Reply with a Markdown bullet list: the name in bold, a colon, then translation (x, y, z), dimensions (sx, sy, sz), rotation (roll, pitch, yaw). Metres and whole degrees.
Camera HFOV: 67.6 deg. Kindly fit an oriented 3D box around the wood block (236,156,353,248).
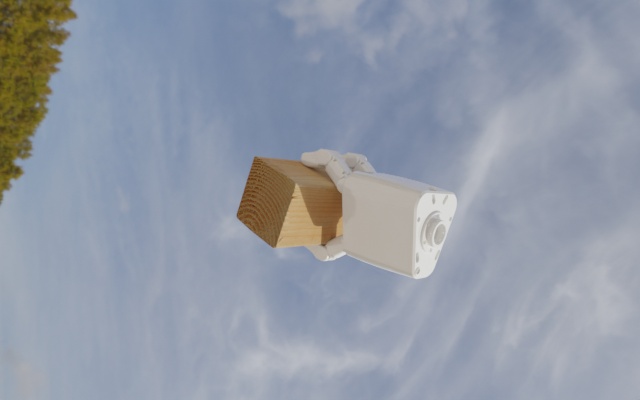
- **wood block**: translation (0.000, 0.003, 0.665), dimensions (0.206, 0.091, 0.090), rotation (2, 24, -47)
